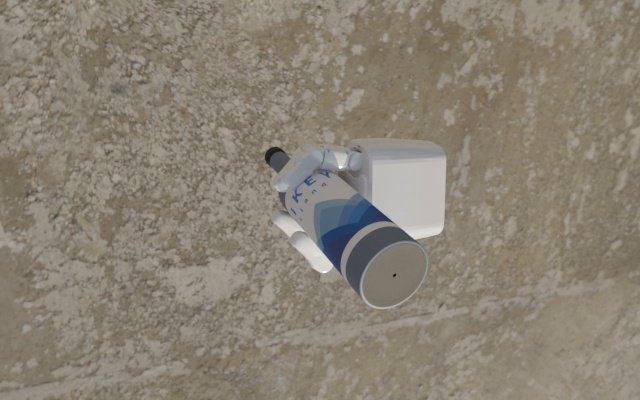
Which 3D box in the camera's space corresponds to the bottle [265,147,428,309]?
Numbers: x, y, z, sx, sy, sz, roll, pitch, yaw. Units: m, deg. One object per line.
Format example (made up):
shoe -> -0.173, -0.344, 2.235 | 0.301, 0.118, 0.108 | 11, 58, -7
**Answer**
bottle -> 0.000, 0.002, 0.509 | 0.069, 0.069, 0.295 | 0, 24, -27
